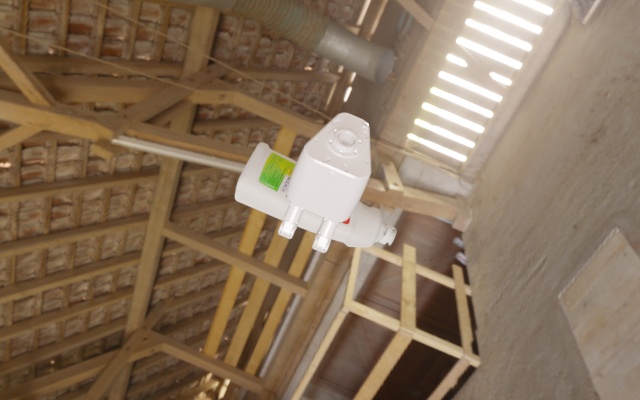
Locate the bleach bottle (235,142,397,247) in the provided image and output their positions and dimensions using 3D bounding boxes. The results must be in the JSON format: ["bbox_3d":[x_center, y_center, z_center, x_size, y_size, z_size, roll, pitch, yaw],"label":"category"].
[{"bbox_3d":[0.000,0.003,0.749,0.251,0.102,0.068,23,-37,-1],"label":"bleach bottle"}]
